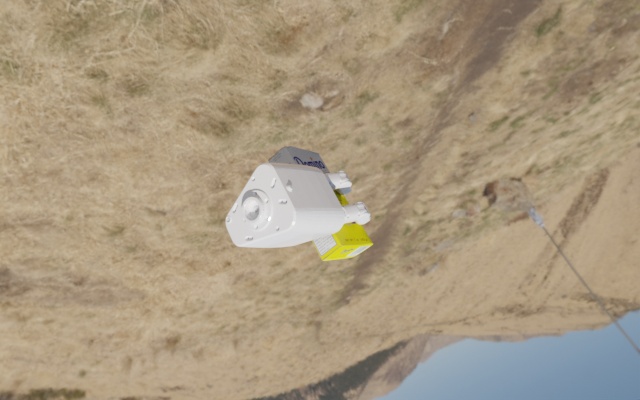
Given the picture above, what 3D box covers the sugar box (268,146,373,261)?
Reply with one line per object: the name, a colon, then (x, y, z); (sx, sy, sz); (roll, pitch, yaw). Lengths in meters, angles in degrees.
sugar box: (0.000, 0.002, 0.705); (0.048, 0.176, 0.093); (-38, -22, 26)
